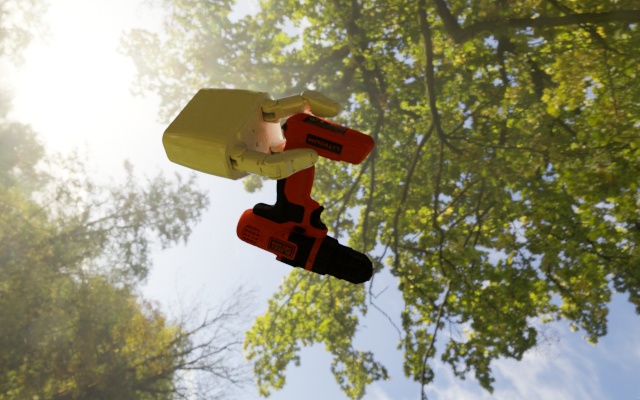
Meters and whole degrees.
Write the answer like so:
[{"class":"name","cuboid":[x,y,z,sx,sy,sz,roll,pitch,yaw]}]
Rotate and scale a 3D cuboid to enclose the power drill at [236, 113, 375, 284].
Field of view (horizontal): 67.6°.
[{"class":"power drill","cuboid":[0.000,0.001,0.583,0.184,0.188,0.057,20,22,3]}]
